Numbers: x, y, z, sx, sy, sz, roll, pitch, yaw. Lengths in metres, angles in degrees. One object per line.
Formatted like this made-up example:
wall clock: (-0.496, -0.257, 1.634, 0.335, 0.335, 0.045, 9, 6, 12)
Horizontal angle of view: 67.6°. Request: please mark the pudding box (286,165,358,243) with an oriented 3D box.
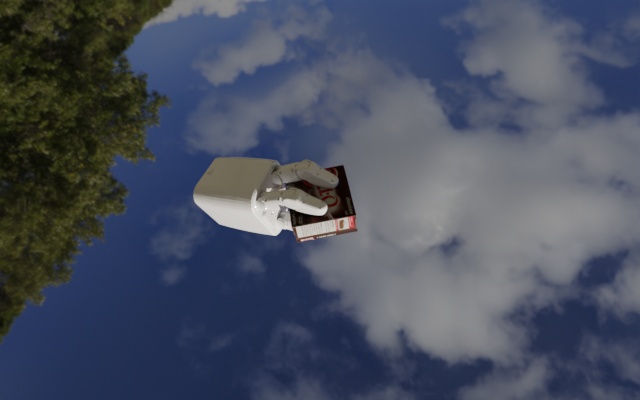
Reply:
pudding box: (0.000, 0.002, 0.688, 0.090, 0.113, 0.039, -11, -44, 0)
